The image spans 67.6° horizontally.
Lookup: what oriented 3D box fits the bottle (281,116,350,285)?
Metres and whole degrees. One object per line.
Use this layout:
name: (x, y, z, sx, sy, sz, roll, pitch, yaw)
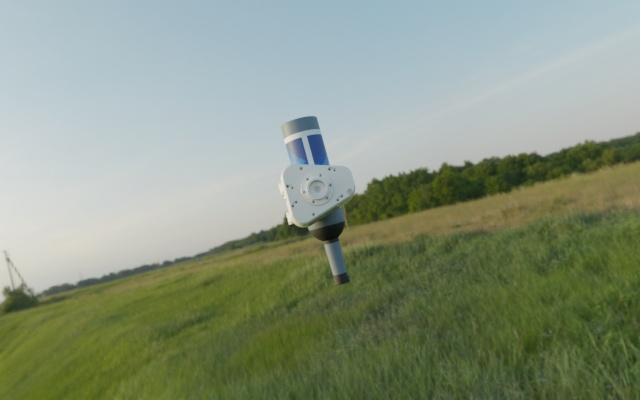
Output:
bottle: (0.000, 0.003, 0.841, 0.069, 0.295, 0.069, -15, -3, -1)
